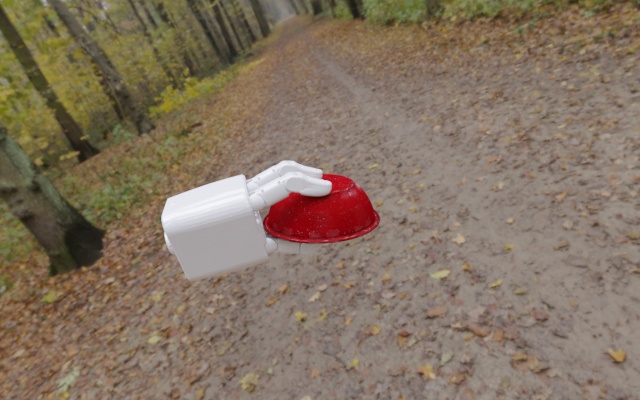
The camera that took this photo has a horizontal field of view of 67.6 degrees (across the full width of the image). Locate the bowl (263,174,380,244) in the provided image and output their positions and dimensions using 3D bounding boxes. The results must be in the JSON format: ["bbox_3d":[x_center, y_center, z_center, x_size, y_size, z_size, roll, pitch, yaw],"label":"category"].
[{"bbox_3d":[0.001,0.001,0.649,0.162,0.055,0.162,-2,19,1],"label":"bowl"}]
